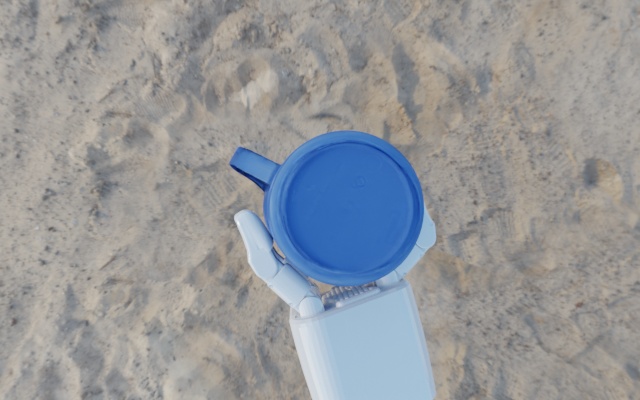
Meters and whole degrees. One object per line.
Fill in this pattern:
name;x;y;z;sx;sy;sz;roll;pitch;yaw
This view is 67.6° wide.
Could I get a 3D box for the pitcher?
pitcher;0.000;0.002;0.437;0.149;0.145;0.243;-15;1;-4
